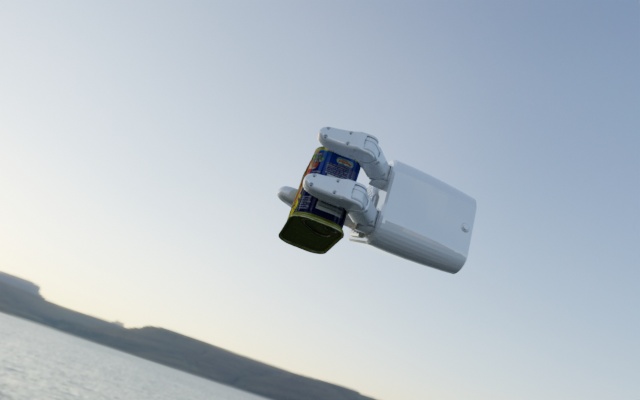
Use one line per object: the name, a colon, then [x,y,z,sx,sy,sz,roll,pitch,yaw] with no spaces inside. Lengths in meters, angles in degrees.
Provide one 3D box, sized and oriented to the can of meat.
can of meat: [0.000,0.001,0.512,0.057,0.084,0.102,21,-23,-6]
